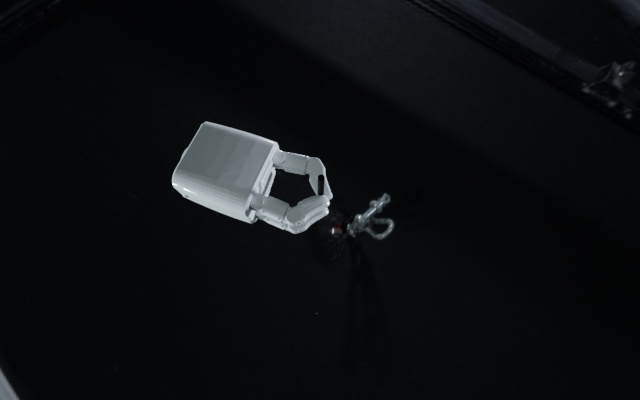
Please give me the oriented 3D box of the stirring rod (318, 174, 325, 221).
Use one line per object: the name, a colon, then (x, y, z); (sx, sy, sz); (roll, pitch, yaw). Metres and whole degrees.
stirring rod: (0.000, 0.002, 0.655); (0.011, 0.011, 0.239); (0, -13, 0)
